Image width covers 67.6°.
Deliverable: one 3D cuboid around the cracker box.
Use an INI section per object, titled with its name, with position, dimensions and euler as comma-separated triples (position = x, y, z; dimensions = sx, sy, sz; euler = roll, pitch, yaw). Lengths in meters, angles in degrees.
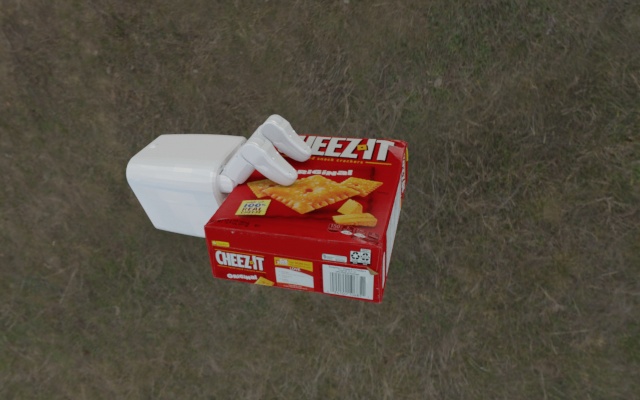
[cracker box]
position = 0.000, 0.002, 0.506
dimensions = 0.164, 0.072, 0.213
euler = 6, 33, 13
